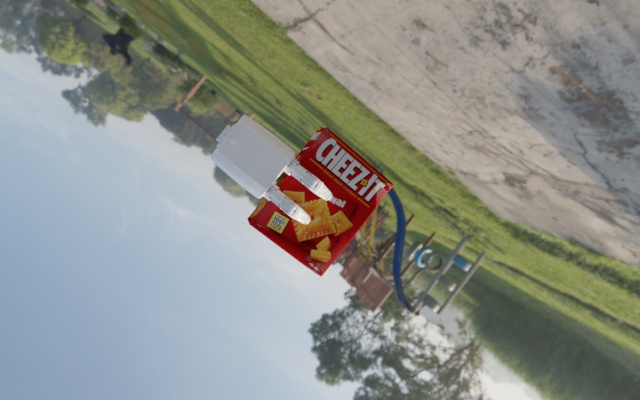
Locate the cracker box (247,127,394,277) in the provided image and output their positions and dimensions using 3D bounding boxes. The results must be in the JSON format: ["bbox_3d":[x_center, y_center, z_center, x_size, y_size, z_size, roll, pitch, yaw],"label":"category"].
[{"bbox_3d":[0.000,0.003,0.849,0.164,0.213,0.072,39,-1,-14],"label":"cracker box"}]
